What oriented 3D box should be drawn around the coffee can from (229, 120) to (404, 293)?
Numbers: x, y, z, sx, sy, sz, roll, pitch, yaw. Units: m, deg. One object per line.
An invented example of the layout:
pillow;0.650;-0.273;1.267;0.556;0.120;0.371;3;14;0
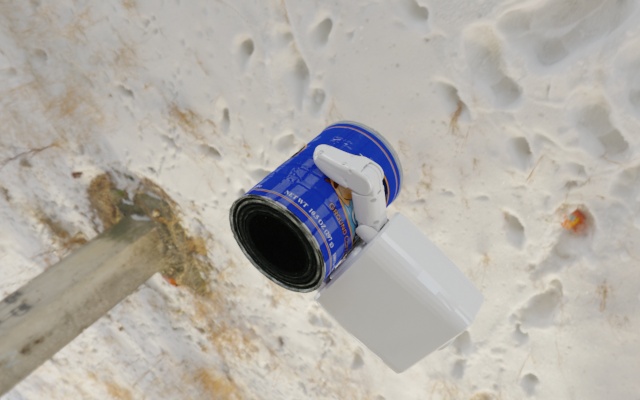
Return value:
coffee can;0.000;0.001;0.446;0.103;0.103;0.140;0;33;42
